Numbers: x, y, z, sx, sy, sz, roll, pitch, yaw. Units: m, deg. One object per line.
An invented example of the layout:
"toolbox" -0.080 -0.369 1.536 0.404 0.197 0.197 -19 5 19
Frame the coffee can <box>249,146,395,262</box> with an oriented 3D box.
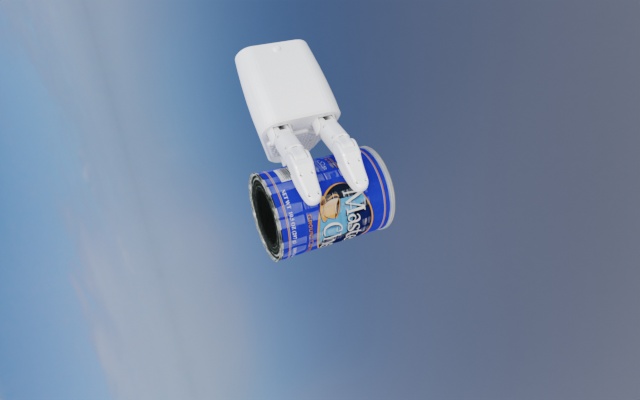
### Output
"coffee can" 0.000 0.002 0.553 0.140 0.103 0.103 -16 5 -20
